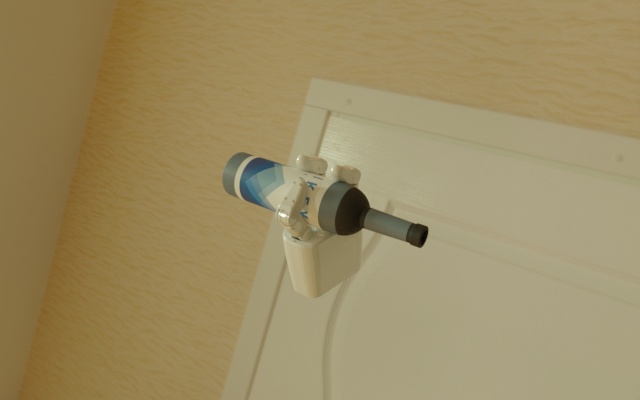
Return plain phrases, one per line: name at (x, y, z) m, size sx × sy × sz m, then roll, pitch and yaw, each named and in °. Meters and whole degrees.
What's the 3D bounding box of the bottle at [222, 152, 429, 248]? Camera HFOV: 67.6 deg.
bottle at (0.000, 0.002, 0.631) m, size 0.295 × 0.069 × 0.069 m, roll 19°, pitch 9°, yaw 29°
